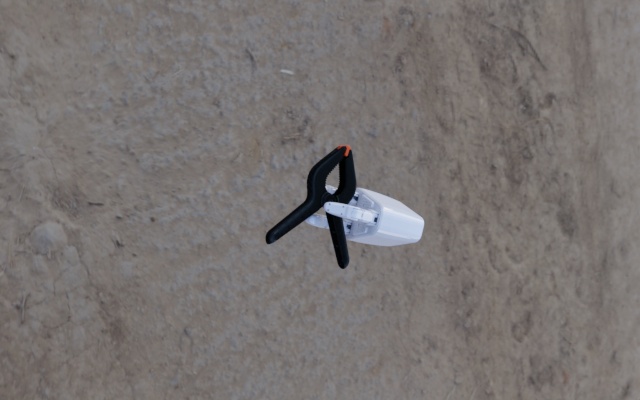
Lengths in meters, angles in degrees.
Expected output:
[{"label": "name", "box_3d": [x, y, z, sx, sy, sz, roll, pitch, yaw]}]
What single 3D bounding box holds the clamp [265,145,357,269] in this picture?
[{"label": "clamp", "box_3d": [0.001, 0.002, 0.809, 0.164, 0.210, 0.036, 14, -2, -30]}]
